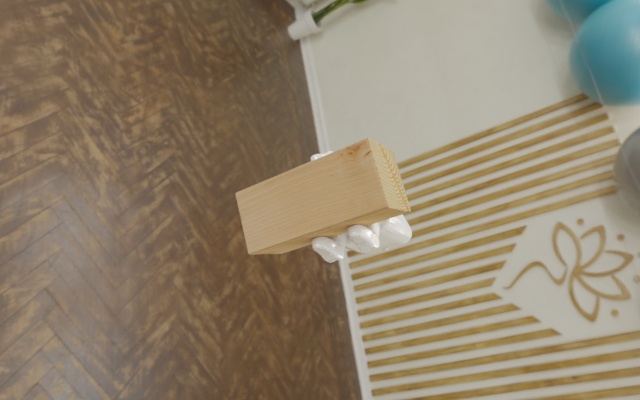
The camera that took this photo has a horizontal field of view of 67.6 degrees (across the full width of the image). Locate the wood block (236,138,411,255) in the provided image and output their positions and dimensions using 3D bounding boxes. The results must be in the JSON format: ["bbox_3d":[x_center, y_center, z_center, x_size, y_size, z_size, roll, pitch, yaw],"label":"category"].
[{"bbox_3d":[0.000,0.002,0.639,0.206,0.090,0.090,-21,-14,26],"label":"wood block"}]
